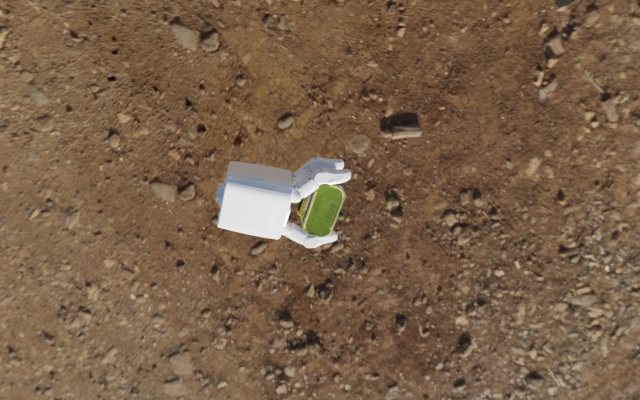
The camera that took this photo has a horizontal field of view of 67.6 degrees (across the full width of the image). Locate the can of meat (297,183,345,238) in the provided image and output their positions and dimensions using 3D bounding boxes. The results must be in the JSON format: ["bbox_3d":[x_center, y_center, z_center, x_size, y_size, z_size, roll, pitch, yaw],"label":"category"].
[{"bbox_3d":[0.000,0.003,0.813,0.057,0.102,0.084,16,18,-13],"label":"can of meat"}]
